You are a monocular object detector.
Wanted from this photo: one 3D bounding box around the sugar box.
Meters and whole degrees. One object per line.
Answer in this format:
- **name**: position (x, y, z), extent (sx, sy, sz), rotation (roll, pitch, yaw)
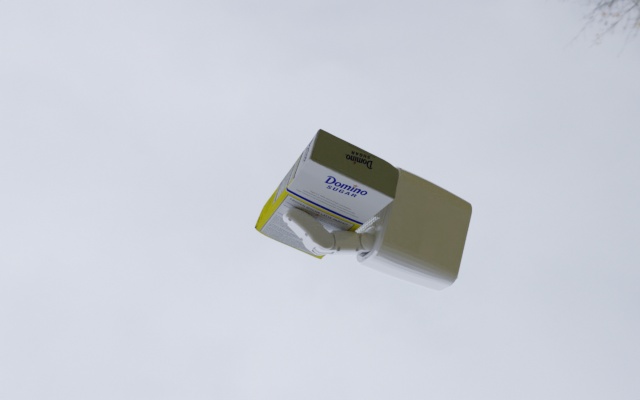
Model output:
- **sugar box**: position (0.000, 0.001, 0.517), extent (0.093, 0.048, 0.176), rotation (25, -36, -13)
